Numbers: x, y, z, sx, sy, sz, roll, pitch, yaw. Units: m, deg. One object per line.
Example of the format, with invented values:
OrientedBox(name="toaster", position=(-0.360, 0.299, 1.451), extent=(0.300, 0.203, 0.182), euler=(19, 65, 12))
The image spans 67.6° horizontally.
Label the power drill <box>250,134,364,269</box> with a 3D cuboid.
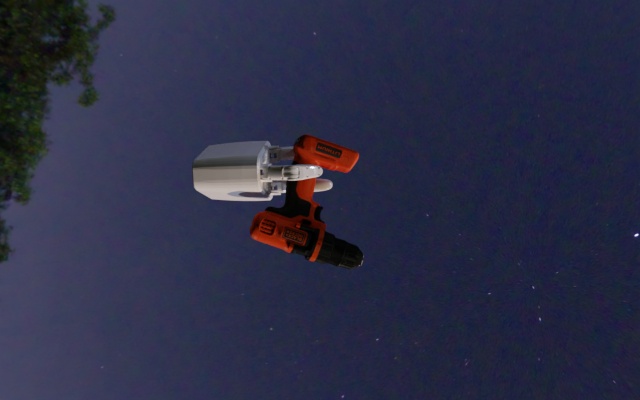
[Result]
OrientedBox(name="power drill", position=(0.000, 0.002, 0.760), extent=(0.184, 0.187, 0.057), euler=(19, -13, -9))
